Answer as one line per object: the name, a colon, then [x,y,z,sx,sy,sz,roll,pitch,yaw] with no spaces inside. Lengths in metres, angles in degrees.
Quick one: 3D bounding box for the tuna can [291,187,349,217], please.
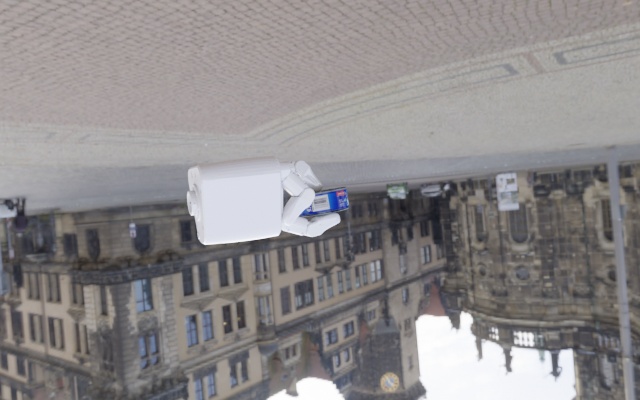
tuna can: [0.000,0.003,0.730,0.086,0.034,0.086,-10,2,0]
